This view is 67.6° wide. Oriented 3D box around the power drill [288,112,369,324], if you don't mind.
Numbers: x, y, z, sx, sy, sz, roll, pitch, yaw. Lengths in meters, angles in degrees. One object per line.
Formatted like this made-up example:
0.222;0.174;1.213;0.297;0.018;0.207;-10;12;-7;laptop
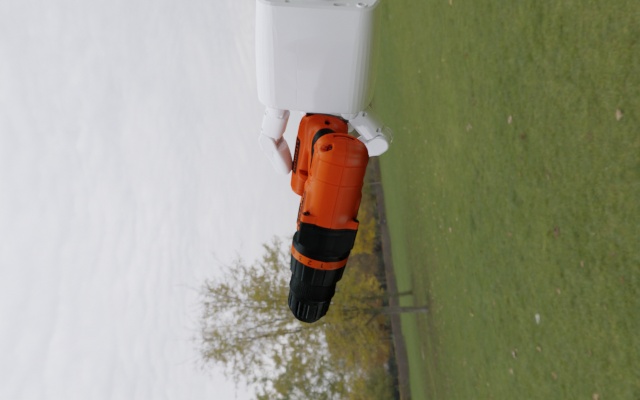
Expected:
0.000;0.001;0.480;0.057;0.184;0.187;9;26;-9;power drill
